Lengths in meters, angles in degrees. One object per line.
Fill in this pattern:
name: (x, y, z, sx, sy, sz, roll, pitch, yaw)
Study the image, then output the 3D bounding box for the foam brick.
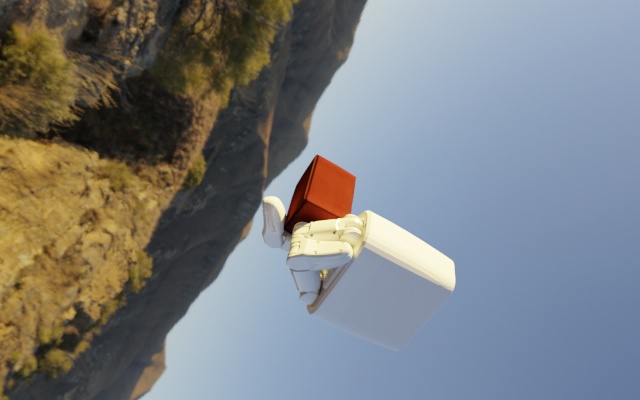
foam brick: (0.000, 0.001, 0.504, 0.051, 0.078, 0.053, 27, -50, -12)
